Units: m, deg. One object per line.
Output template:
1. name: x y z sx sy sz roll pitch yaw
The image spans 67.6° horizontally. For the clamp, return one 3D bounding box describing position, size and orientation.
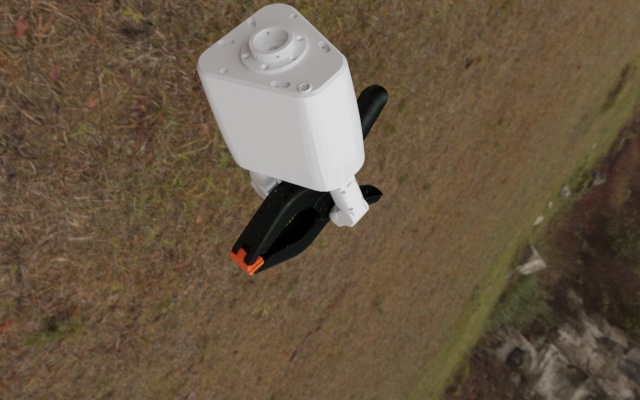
1. clamp: 0.000 0.002 0.486 0.036 0.210 0.165 35 -22 29
